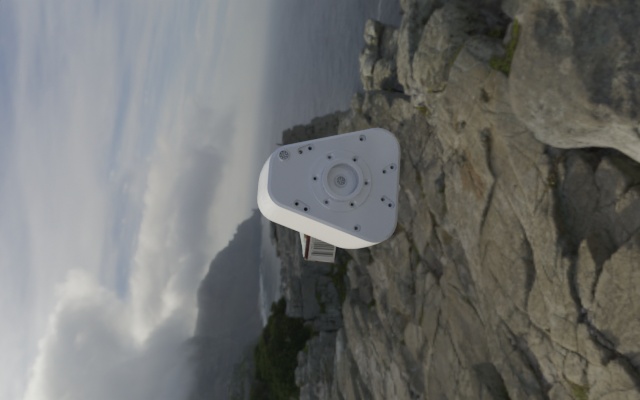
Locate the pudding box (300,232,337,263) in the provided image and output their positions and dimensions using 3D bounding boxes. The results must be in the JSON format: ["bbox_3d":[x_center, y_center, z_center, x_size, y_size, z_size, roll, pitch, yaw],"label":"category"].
[{"bbox_3d":[0.000,0.002,0.555,0.039,0.113,0.090,5,22,-9],"label":"pudding box"}]
